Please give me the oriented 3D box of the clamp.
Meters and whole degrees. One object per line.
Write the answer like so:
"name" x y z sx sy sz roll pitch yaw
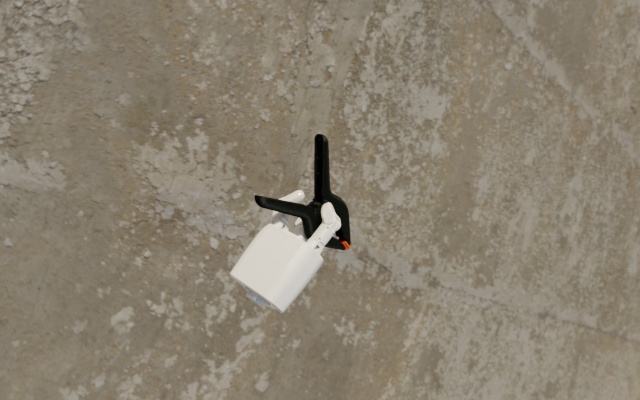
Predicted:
"clamp" 0.001 0.003 0.819 0.036 0.164 0.210 16 -27 51
